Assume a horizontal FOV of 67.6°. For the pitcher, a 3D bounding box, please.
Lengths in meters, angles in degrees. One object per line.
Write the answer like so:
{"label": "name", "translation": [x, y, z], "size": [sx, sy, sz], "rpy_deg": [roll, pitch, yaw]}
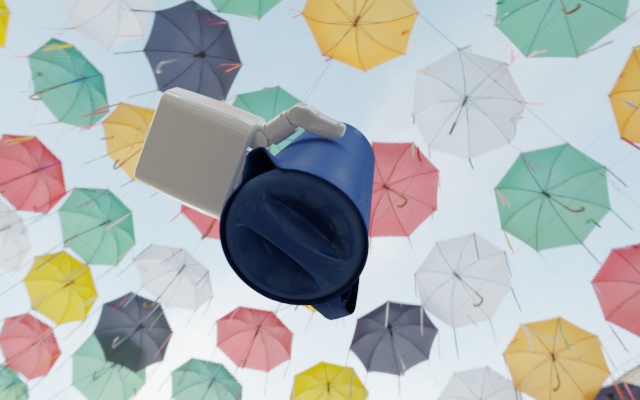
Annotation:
{"label": "pitcher", "translation": [0.000, 0.002, 0.518], "size": [0.145, 0.149, 0.242], "rpy_deg": [21, 25, 2]}
